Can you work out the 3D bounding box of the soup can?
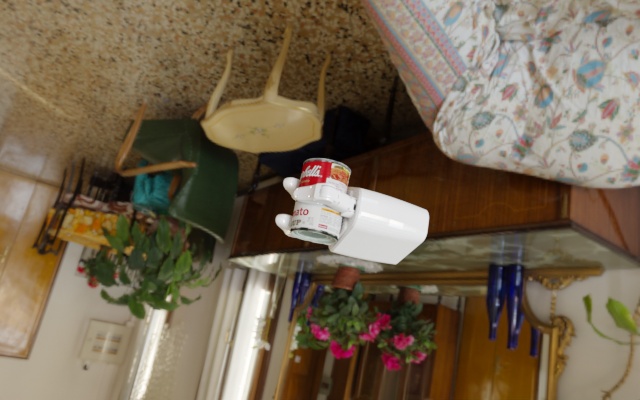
[{"bbox_3d":[0.000,0.002,0.654,0.068,0.102,0.068,10,-17,3],"label":"soup can"}]
